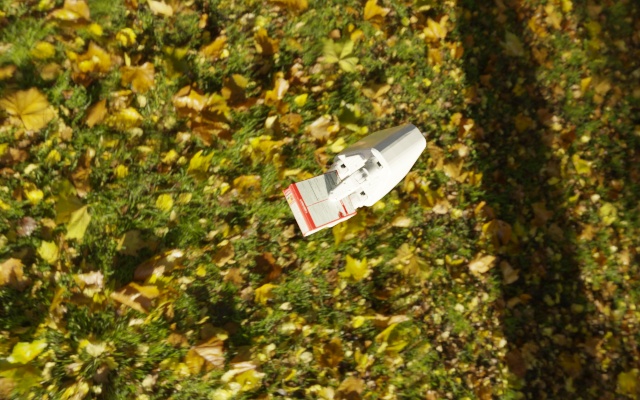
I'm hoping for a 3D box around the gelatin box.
[{"bbox_3d":[0.000,0.002,0.690,0.089,0.073,0.030,-20,-9,-37],"label":"gelatin box"}]
